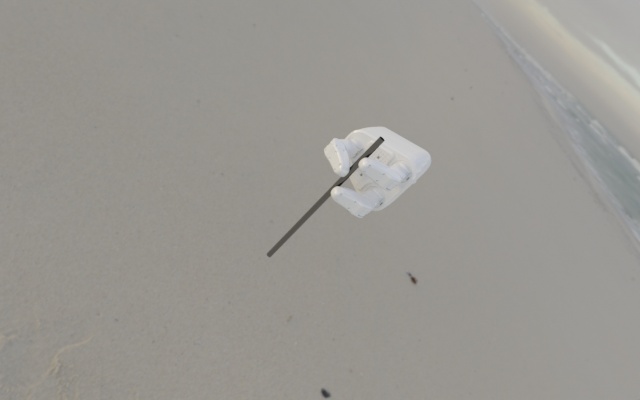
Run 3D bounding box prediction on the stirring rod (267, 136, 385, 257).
[{"bbox_3d":[0.000,0.002,0.630,0.240,0.011,0.011,-46,-26,28],"label":"stirring rod"}]
